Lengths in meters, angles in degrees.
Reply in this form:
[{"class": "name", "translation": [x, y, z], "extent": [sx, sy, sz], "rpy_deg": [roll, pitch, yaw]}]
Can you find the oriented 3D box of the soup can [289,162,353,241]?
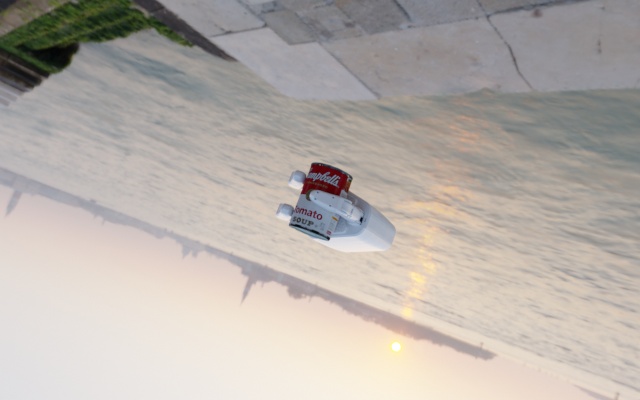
[{"class": "soup can", "translation": [0.000, 0.002, 0.717], "extent": [0.068, 0.102, 0.068], "rpy_deg": [20, -9, 3]}]
